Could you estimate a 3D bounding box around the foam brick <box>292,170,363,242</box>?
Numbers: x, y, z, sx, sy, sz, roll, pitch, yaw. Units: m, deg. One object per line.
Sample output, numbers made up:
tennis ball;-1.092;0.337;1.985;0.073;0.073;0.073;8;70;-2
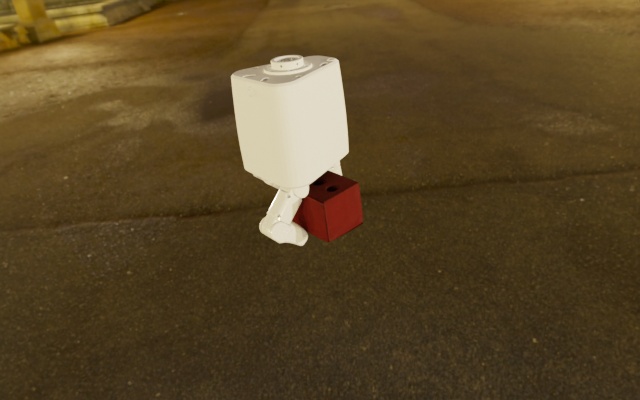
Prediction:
foam brick;0.000;0.002;0.523;0.053;0.051;0.078;-28;36;-33
